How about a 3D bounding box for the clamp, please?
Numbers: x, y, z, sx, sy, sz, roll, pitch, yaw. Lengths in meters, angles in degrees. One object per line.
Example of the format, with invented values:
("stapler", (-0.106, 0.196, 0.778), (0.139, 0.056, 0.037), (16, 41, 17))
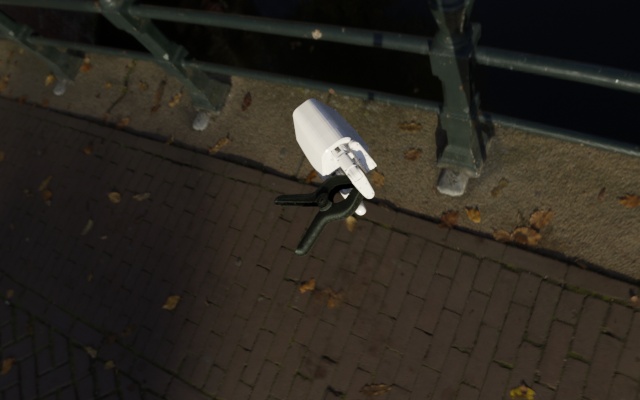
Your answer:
("clamp", (0.000, 0.002, 0.818), (0.171, 0.120, 0.039), (-38, -22, 4))
